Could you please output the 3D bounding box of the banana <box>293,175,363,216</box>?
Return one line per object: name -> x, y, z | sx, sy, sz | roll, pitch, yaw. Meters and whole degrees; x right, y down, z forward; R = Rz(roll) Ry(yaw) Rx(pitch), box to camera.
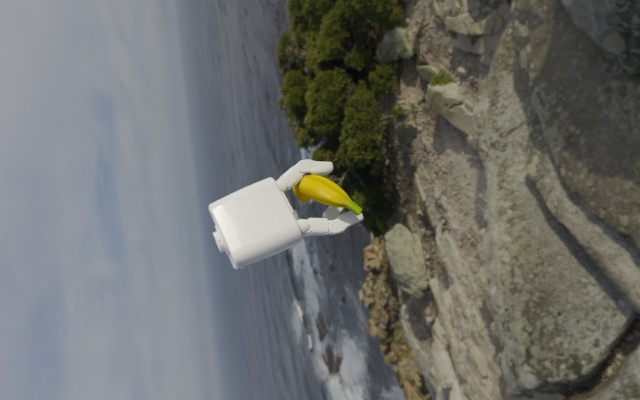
banana -> -0.008, -0.011, 0.761 | 0.037, 0.070, 0.198 | -41, 22, -14
